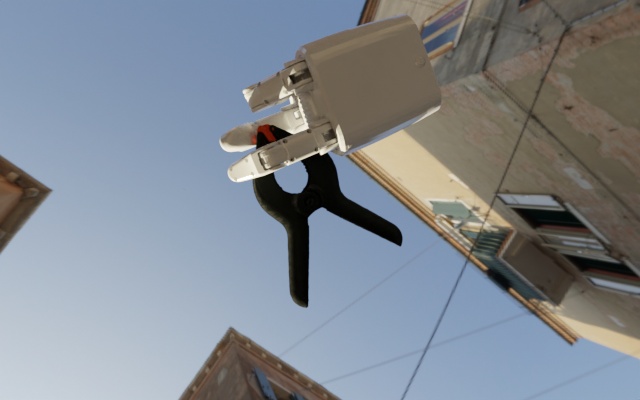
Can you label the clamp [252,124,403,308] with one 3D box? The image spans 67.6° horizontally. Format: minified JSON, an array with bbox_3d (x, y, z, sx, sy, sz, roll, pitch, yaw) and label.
[{"bbox_3d":[0.000,0.001,0.447,0.120,0.171,0.039,-24,8,-13],"label":"clamp"}]
